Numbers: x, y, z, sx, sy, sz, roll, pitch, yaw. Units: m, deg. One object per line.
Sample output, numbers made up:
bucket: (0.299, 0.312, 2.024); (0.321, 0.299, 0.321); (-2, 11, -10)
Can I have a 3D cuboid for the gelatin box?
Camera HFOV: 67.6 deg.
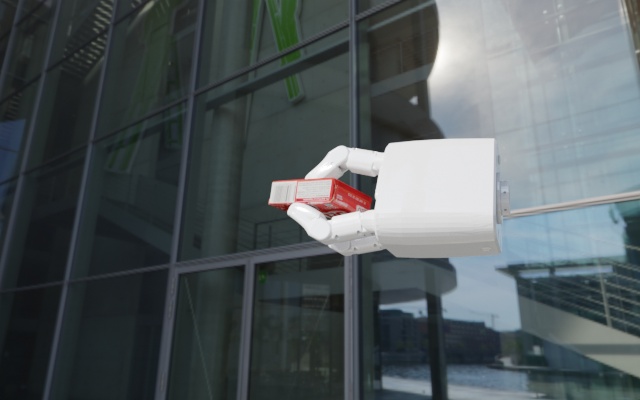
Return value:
gelatin box: (0.000, 0.001, 0.525); (0.089, 0.030, 0.073); (-2, -18, 37)
